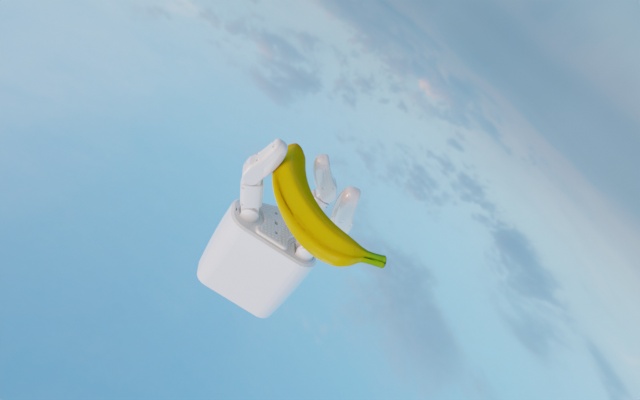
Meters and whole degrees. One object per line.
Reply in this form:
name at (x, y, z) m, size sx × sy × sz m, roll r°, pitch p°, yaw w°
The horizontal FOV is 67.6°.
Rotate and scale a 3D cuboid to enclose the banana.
banana at (-0.013, 0.003, 0.489) m, size 0.069 × 0.037 × 0.197 m, roll 5°, pitch 38°, yaw -39°
